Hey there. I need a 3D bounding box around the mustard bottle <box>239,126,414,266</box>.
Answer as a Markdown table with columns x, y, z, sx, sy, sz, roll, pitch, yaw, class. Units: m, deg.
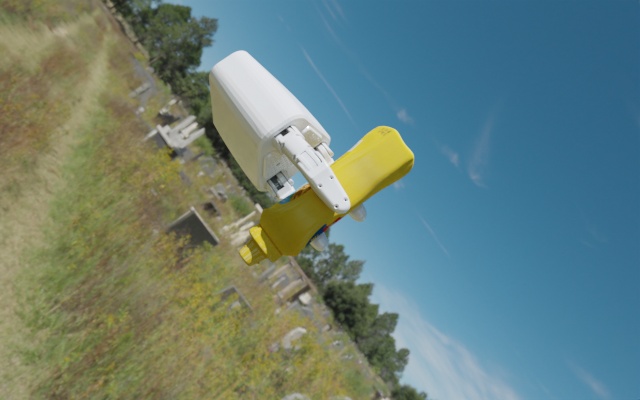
| x | y | z | sx | sy | sz | roll | pitch | yaw | class |
| --- | --- | --- | --- | --- | --- | --- | --- | --- | --- |
| 0.000 | 0.002 | 0.483 | 0.191 | 0.058 | 0.096 | -36 | 4 | -7 | mustard bottle |
